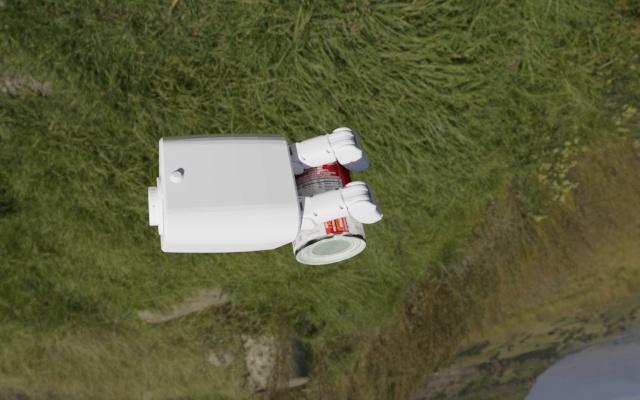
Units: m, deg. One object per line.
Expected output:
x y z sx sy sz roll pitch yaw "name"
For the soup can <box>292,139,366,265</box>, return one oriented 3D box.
0.001 0.002 0.452 0.068 0.102 0.068 -10 -25 -5 "soup can"
